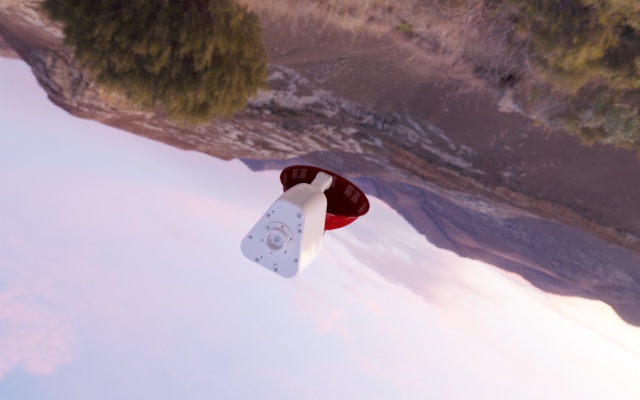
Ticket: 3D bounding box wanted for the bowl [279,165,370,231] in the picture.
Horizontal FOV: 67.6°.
[{"bbox_3d":[0.001,0.003,0.816,0.162,0.055,0.162,17,27,-9],"label":"bowl"}]
